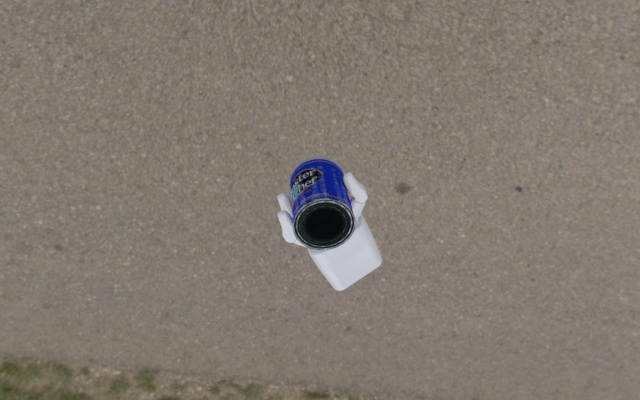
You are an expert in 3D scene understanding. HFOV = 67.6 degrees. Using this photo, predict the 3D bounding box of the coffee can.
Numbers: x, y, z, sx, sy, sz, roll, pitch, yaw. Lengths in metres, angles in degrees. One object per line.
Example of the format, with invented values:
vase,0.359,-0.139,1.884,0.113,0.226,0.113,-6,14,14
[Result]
coffee can,0.000,0.002,0.821,0.103,0.103,0.140,0,33,-6
